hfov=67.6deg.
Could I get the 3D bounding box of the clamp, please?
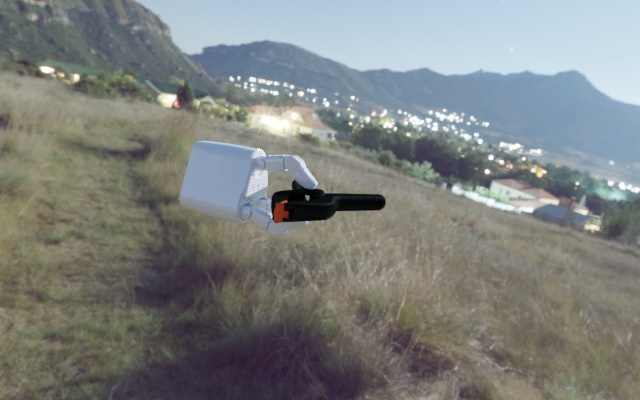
[{"bbox_3d":[0.000,0.002,0.701,0.164,0.036,0.210,10,13,17],"label":"clamp"}]
